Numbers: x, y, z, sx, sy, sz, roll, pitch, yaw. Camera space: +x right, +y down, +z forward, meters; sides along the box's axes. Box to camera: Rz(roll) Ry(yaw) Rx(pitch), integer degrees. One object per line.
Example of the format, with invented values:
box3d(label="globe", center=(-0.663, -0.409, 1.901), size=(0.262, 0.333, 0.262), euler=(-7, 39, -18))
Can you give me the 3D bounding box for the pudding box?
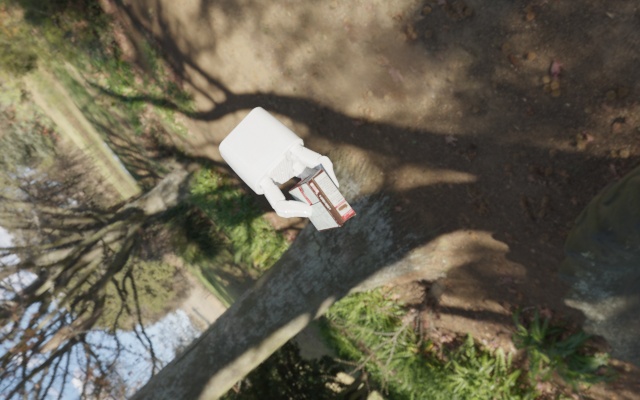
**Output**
box3d(label="pudding box", center=(0.000, 0.003, 0.779), size=(0.039, 0.090, 0.113), euler=(-39, 6, -17))
